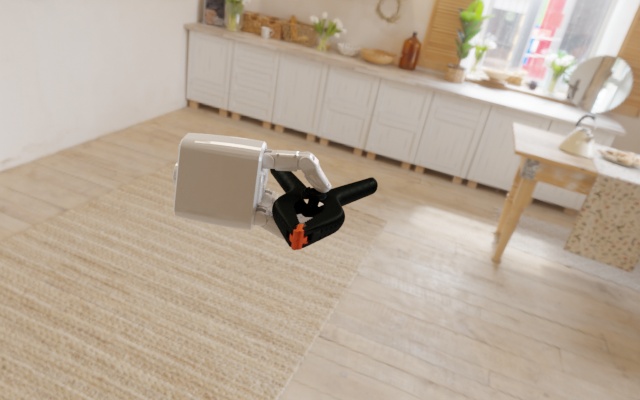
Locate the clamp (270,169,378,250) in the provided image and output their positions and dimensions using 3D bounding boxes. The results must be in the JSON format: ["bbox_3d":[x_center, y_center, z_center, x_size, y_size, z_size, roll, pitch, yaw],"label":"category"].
[{"bbox_3d":[0.000,0.002,0.646,0.164,0.036,0.210,7,27,0],"label":"clamp"}]
